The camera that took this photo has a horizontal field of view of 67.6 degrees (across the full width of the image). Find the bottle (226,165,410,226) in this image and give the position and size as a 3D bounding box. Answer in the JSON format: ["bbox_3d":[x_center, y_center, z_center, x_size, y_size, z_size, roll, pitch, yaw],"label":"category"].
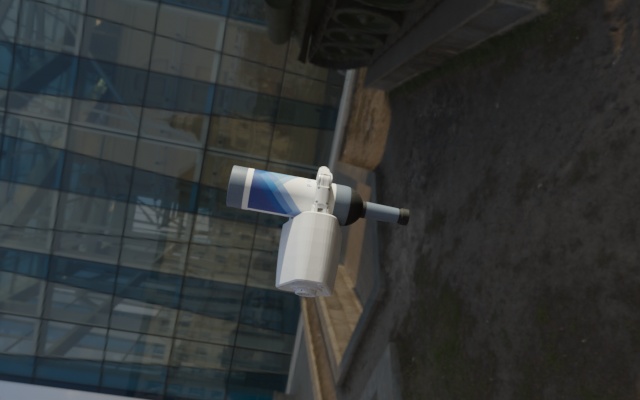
[{"bbox_3d":[0.000,0.002,0.778,0.296,0.069,0.069,10,-1,-6],"label":"bottle"}]
